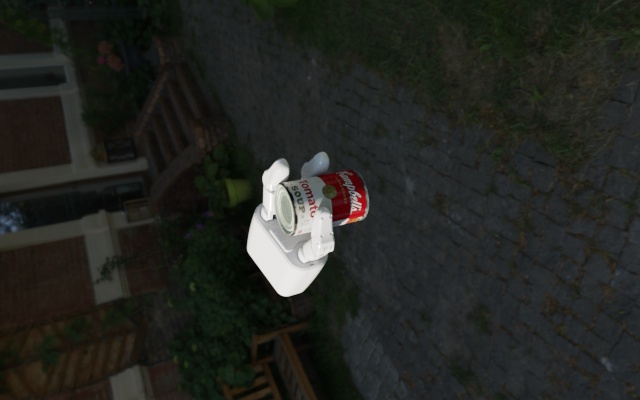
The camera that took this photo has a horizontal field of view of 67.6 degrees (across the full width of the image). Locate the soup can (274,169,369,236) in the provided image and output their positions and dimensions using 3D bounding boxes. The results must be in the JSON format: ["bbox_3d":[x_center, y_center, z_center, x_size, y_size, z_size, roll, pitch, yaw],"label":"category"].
[{"bbox_3d":[0.000,0.002,0.600,0.102,0.068,0.068,-12,5,-24],"label":"soup can"}]
